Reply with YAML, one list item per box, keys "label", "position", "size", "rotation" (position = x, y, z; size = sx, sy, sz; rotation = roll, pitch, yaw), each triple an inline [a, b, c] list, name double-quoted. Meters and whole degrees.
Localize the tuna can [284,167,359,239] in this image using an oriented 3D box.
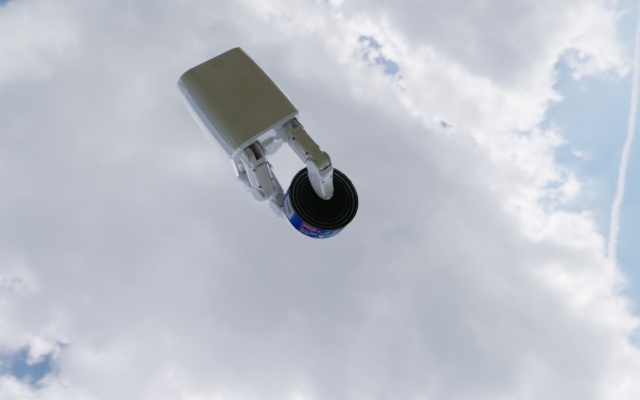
- label: "tuna can"
  position: [0.000, 0.002, 0.573]
  size: [0.086, 0.086, 0.034]
  rotation: [0, -25, -19]
